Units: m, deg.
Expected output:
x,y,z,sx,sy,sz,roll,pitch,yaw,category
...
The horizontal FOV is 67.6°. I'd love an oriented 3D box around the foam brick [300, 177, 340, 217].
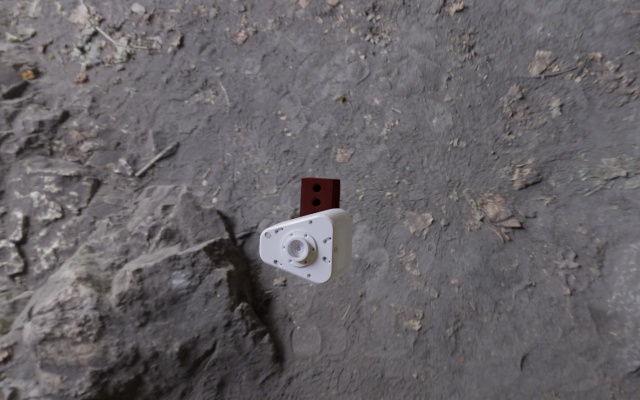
x,y,z,sx,sy,sz,roll,pitch,yaw,category
0.000,0.002,0.754,0.053,0.078,0.051,2,2,15,foam brick
